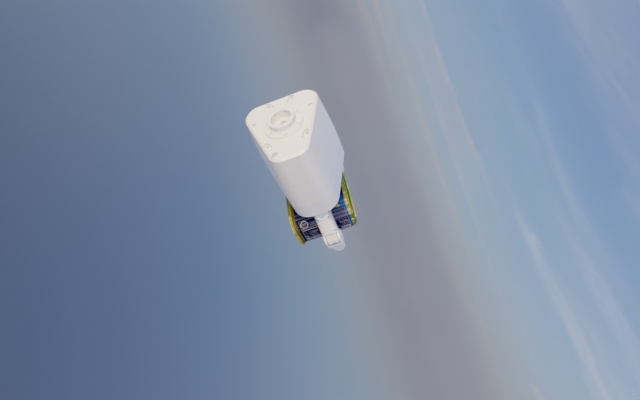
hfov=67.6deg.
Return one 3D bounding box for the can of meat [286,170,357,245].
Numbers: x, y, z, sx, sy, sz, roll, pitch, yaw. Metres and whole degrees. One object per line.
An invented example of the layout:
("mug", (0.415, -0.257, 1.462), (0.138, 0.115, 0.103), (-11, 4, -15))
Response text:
("can of meat", (0.000, 0.002, 0.671), (0.084, 0.102, 0.057), (-19, -44, 8))
